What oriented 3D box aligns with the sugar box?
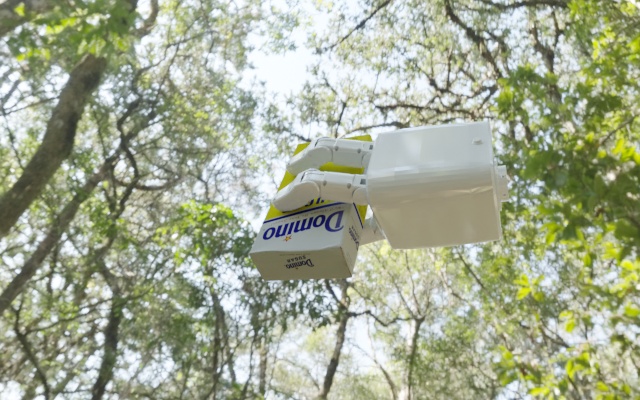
[{"bbox_3d":[0.000,0.001,0.492,0.093,0.048,0.176,-6,37,21],"label":"sugar box"}]
